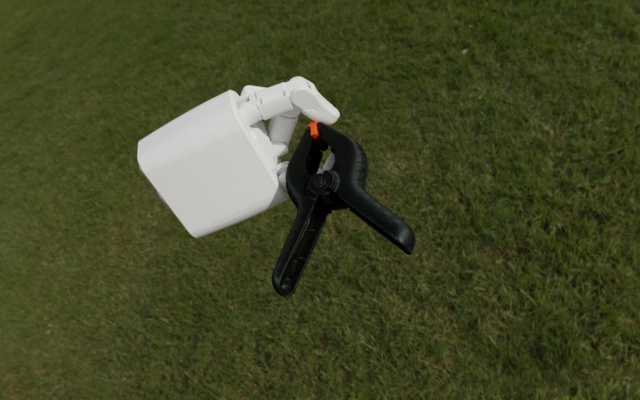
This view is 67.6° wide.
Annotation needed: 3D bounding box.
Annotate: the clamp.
[{"bbox_3d":[0.000,0.001,0.417,0.120,0.171,0.039,-24,-44,6],"label":"clamp"}]
